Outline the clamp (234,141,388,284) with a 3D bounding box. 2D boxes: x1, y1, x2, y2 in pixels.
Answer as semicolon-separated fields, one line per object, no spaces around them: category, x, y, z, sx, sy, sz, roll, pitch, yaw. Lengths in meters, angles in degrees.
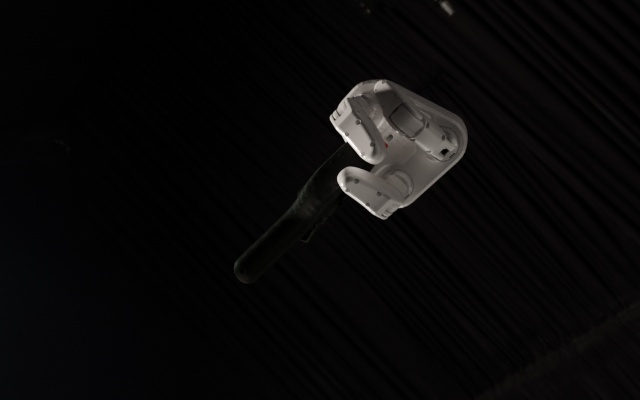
clamp;0.000;0.001;0.433;0.171;0.039;0.120;-45;-2;22
